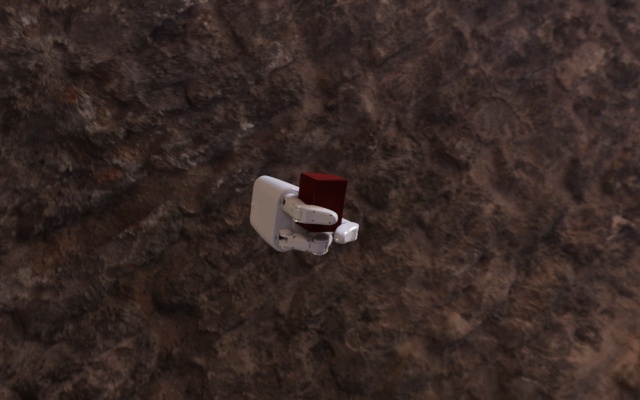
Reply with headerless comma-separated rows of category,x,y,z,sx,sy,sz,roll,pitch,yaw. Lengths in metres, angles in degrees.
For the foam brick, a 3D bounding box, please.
foam brick,0.000,0.002,0.683,0.053,0.078,0.051,1,14,-28
